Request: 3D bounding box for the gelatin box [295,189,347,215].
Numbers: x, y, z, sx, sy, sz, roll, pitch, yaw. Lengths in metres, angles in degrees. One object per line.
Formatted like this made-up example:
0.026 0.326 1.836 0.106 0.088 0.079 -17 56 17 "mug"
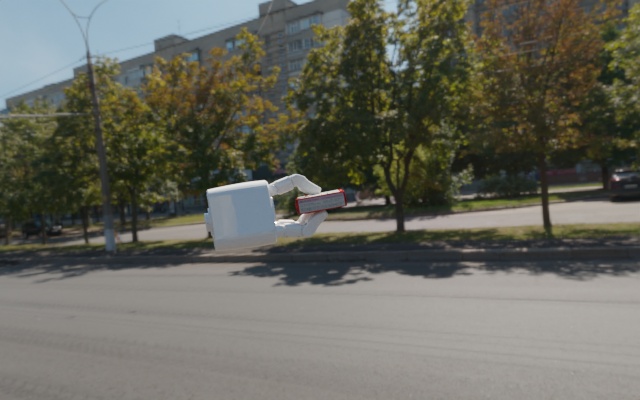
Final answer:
0.000 0.002 0.860 0.089 0.030 0.073 -11 3 -1 "gelatin box"
